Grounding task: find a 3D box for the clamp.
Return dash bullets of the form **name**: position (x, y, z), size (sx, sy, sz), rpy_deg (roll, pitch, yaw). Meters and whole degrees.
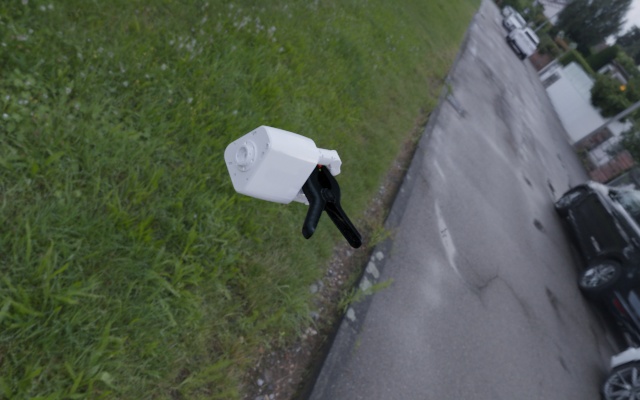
- **clamp**: position (0.001, 0.002, 0.798), size (0.039, 0.171, 0.120), rpy_deg (-40, -31, 30)
